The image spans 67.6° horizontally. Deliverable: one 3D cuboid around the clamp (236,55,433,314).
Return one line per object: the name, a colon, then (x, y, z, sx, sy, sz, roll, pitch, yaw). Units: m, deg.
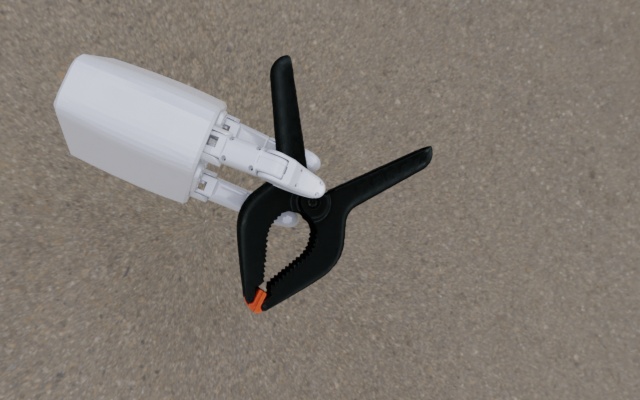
clamp: (0.000, 0.002, 0.412, 0.164, 0.210, 0.036, 23, -7, -12)
